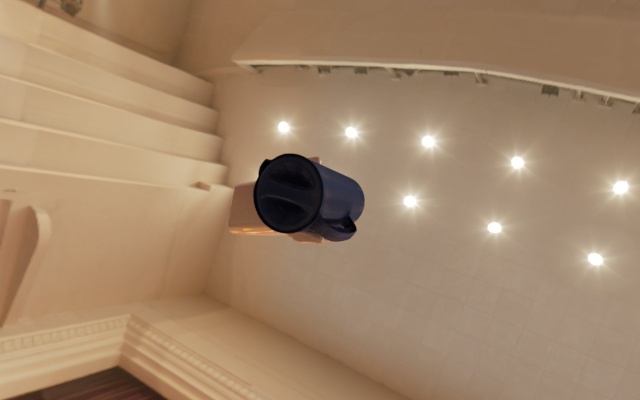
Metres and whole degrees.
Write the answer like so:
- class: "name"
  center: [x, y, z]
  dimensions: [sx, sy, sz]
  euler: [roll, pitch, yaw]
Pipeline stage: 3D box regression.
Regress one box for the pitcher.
- class: "pitcher"
  center: [0.000, 0.003, 0.885]
  dimensions: [0.145, 0.149, 0.243]
  euler: [-4, -6, 25]
